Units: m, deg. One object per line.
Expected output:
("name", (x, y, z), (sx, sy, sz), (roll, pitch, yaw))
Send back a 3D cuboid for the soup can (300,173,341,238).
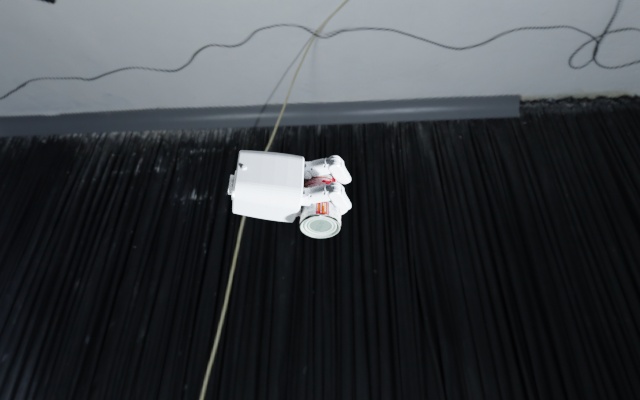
("soup can", (0.001, 0.003, 0.793), (0.068, 0.102, 0.069), (1, -36, 1))
